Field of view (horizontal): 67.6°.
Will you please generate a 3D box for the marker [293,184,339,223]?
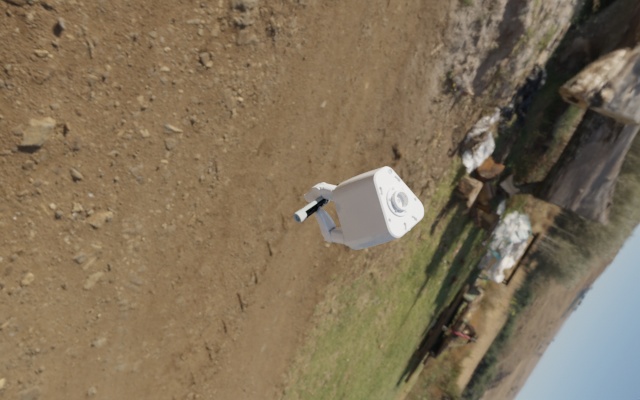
[{"bbox_3d":[0.000,0.003,0.843,0.020,0.020,0.121,0,27,48],"label":"marker"}]
